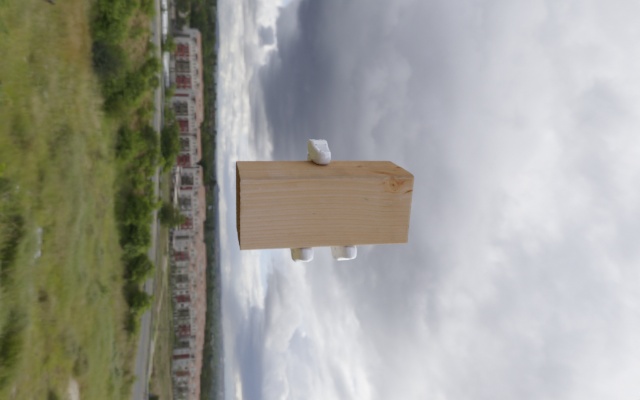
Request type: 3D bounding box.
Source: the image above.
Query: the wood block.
[{"bbox_3d":[0.000,0.002,0.598,0.206,0.091,0.090,-2,18,-13],"label":"wood block"}]
